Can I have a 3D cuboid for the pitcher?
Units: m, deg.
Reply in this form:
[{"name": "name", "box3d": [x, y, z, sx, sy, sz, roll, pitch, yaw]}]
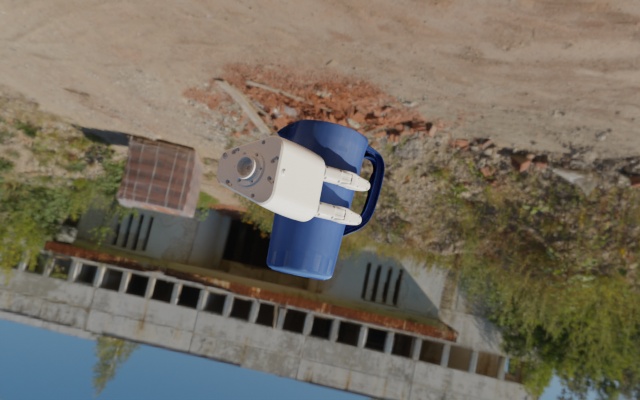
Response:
[{"name": "pitcher", "box3d": [0.000, 0.002, 0.777, 0.149, 0.243, 0.145, 8, -8, 31]}]
